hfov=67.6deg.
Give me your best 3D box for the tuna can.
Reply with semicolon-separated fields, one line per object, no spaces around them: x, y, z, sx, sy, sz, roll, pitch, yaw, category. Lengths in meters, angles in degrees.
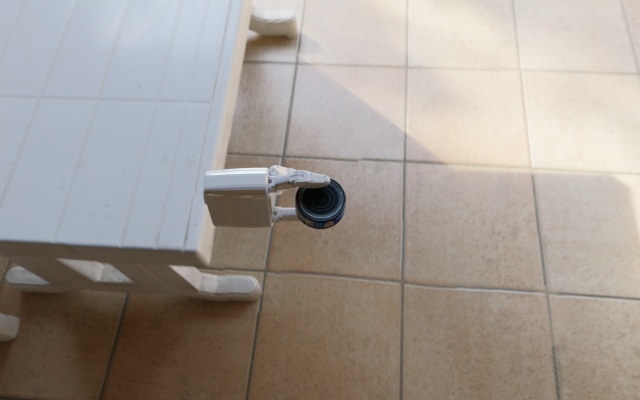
0.000;0.002;0.796;0.086;0.086;0.034;0;-26;-3;tuna can
